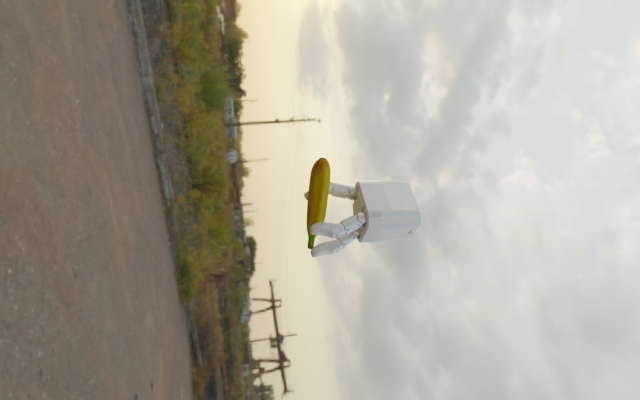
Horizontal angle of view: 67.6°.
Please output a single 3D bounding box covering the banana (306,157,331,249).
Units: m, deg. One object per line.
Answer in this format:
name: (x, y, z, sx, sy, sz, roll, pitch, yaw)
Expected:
banana: (-0.003, -0.006, 0.859, 0.037, 0.198, 0.069, -1, 37, -8)
